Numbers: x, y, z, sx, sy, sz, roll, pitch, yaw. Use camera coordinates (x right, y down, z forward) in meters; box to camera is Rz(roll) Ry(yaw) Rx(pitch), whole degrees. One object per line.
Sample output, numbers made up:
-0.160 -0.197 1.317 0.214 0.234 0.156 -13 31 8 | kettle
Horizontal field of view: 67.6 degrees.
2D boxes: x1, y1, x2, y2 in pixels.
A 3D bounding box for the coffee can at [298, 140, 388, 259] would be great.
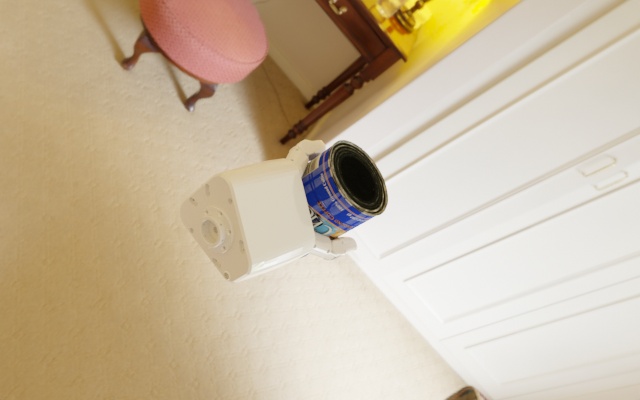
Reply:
0.000 0.002 0.612 0.140 0.102 0.103 -33 -21 36 | coffee can
